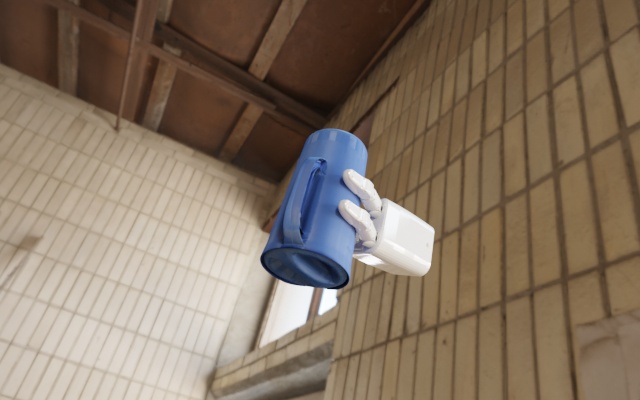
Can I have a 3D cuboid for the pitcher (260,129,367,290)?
[{"bbox_3d":[0.000,0.003,0.739,0.145,0.242,0.149,28,-34,-20],"label":"pitcher"}]
